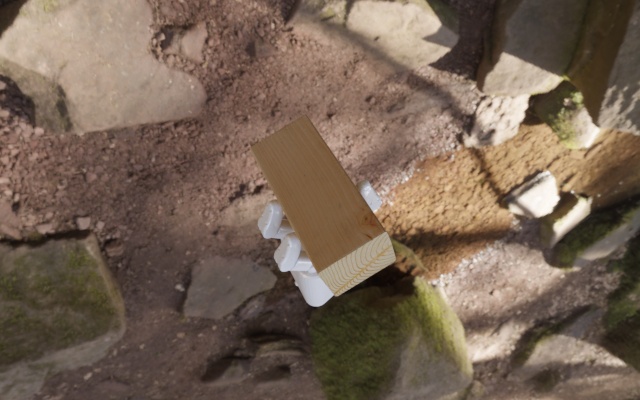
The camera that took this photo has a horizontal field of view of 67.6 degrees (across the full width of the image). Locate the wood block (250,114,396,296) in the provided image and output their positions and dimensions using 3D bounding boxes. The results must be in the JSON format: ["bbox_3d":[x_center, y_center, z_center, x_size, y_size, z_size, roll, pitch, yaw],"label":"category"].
[{"bbox_3d":[0.001,0.002,0.607,0.091,0.206,0.090,-31,-32,-1],"label":"wood block"}]
